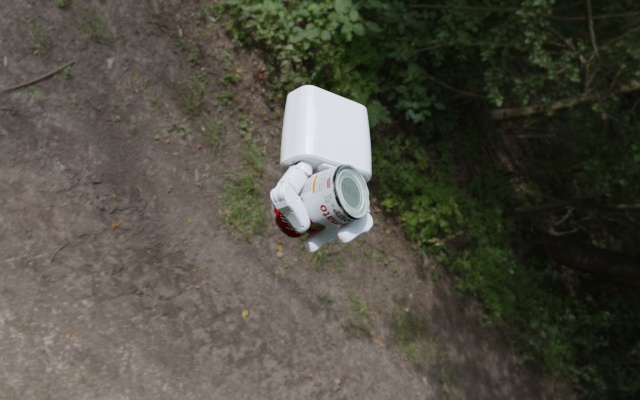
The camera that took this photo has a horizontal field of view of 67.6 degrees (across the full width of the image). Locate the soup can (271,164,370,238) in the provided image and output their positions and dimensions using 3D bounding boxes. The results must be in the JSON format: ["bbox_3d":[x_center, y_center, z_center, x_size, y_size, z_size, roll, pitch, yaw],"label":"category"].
[{"bbox_3d":[0.000,0.002,0.578,0.102,0.068,0.068,-18,-12,38],"label":"soup can"}]
